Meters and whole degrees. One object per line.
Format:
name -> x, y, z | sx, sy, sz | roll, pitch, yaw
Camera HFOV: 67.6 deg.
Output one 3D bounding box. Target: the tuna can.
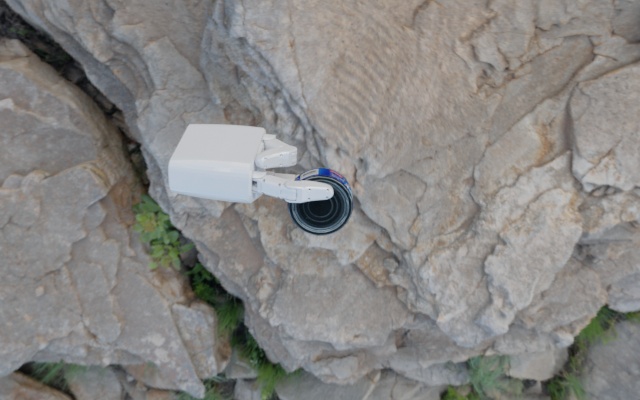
tuna can -> 0.000, 0.002, 0.624 | 0.086, 0.086, 0.033 | 0, 22, 1
